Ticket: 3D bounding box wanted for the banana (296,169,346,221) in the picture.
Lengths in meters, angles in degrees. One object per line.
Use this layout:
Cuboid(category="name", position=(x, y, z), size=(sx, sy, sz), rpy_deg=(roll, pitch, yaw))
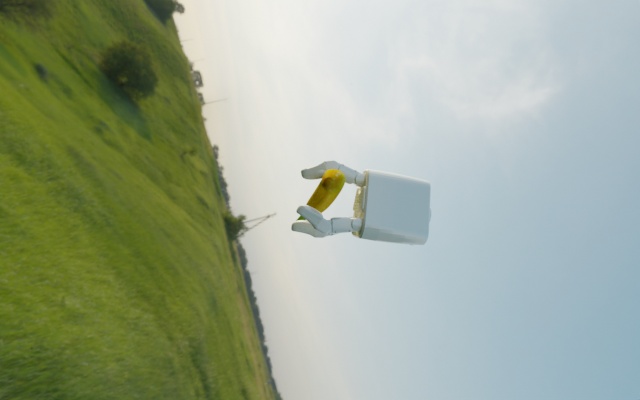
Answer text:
Cuboid(category="banana", position=(0.008, -0.011, 0.746), size=(0.037, 0.069, 0.198), rpy_deg=(32, -26, -1))
